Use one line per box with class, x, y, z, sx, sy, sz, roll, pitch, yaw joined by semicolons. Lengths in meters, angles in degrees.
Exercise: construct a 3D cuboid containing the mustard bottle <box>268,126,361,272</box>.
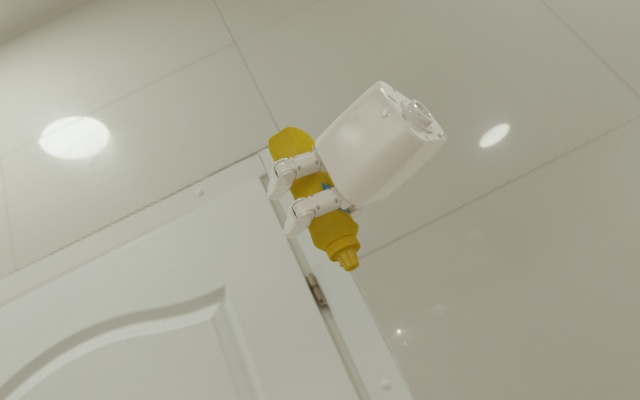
mustard bottle;0.000;0.002;0.597;0.058;0.191;0.096;-31;-27;8
